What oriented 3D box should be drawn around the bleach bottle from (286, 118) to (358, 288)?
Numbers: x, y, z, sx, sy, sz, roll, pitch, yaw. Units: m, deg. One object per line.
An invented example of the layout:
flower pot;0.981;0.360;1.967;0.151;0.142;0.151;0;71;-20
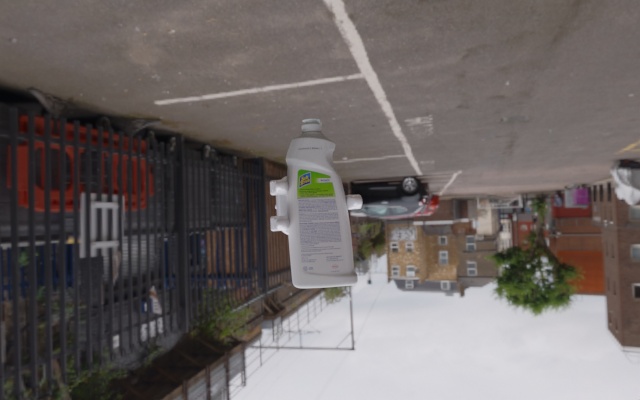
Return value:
bleach bottle;0.000;0.002;0.727;0.102;0.251;0.068;-2;-1;-8
